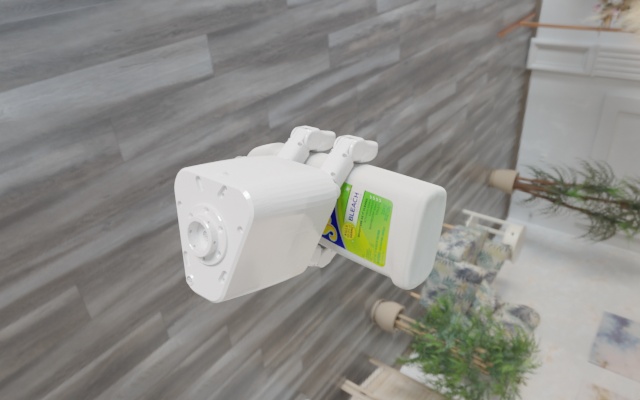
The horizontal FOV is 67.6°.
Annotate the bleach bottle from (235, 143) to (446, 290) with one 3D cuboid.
[{"bbox_3d":[0.000,0.002,0.507,0.251,0.102,0.068,18,19,33],"label":"bleach bottle"}]
